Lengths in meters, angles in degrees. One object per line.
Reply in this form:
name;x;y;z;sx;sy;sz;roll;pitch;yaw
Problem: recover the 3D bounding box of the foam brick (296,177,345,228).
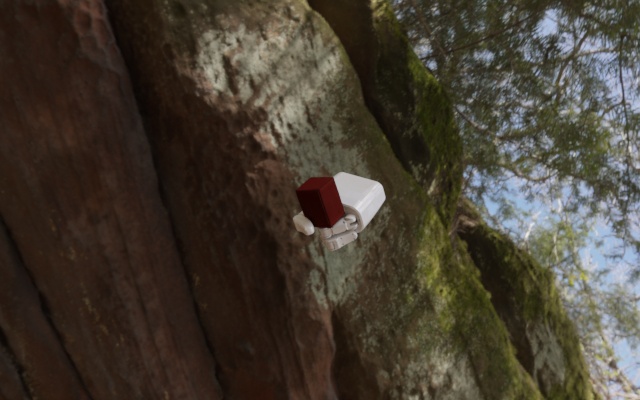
foam brick;0.000;0.003;0.842;0.053;0.078;0.051;2;32;37
